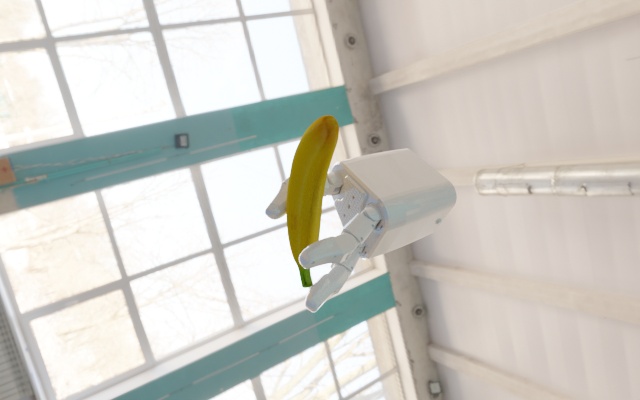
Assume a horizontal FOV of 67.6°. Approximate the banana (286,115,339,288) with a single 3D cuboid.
[{"bbox_3d":[-0.009,-0.006,0.483,0.037,0.198,0.069,-12,38,-24],"label":"banana"}]
